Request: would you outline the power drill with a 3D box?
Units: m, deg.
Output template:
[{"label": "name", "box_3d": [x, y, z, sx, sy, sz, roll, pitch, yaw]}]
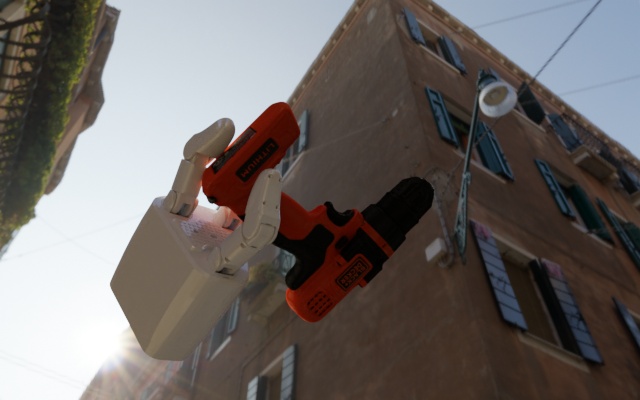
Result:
[{"label": "power drill", "box_3d": [0.000, 0.001, 0.446, 0.188, 0.184, 0.057, 47, -4, -23]}]
